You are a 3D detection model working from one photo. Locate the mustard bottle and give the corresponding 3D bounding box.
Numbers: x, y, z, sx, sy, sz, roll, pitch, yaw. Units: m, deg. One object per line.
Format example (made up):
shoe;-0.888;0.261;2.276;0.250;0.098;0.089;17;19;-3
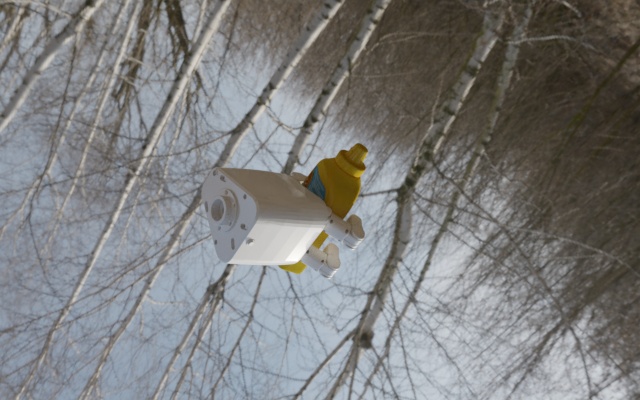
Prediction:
mustard bottle;0.000;0.002;0.634;0.058;0.192;0.096;23;29;-26
